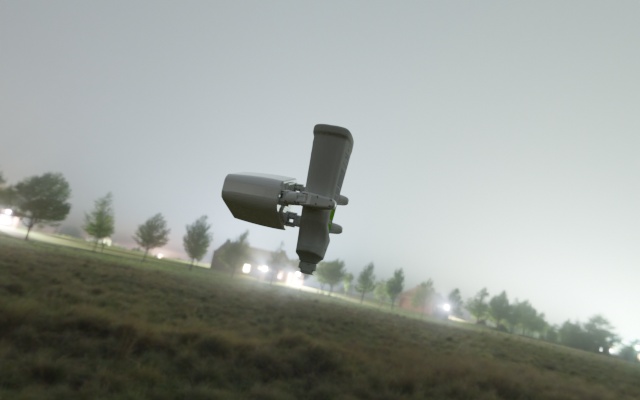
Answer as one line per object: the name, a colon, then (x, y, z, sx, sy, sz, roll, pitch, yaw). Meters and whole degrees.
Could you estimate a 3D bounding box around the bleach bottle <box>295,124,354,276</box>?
bleach bottle: (0.000, 0.003, 0.826, 0.068, 0.251, 0.102, 10, -9, 13)
